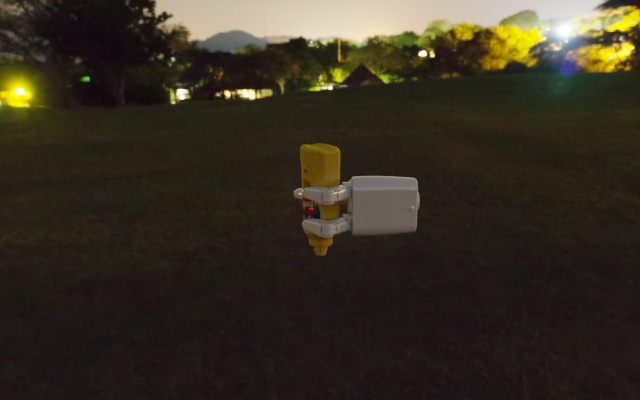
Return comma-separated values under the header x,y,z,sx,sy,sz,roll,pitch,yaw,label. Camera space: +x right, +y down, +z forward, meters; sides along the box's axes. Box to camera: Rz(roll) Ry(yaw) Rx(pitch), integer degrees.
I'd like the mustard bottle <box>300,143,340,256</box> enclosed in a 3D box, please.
x,y,z,sx,sy,sz,roll,pitch,yaw,label
0.000,0.002,0.817,0.058,0.192,0.096,-8,17,-24,mustard bottle
